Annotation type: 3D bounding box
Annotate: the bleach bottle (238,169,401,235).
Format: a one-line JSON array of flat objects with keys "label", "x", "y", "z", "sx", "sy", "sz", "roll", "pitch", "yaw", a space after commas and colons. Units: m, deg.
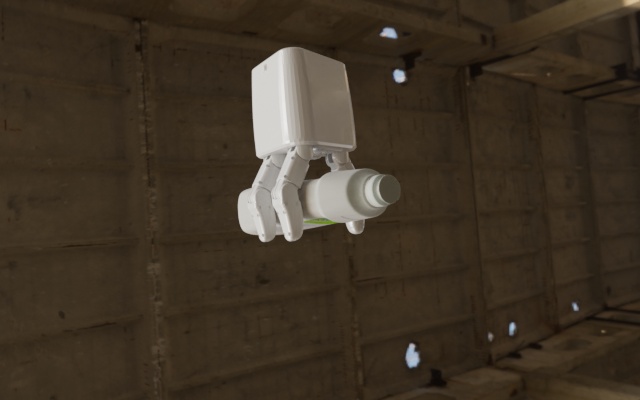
[{"label": "bleach bottle", "x": 0.000, "y": 0.002, "z": 0.557, "sx": 0.102, "sy": 0.068, "sz": 0.251, "roll": -2, "pitch": -4, "yaw": -36}]
